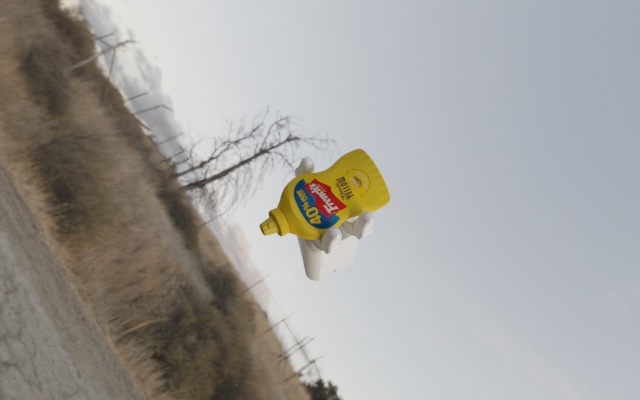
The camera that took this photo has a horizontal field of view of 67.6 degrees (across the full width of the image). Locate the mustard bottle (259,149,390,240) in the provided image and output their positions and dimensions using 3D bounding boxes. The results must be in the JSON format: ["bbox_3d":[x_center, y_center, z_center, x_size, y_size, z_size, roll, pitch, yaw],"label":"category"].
[{"bbox_3d":[0.000,0.002,0.692,0.191,0.096,0.058,-26,-7,-19],"label":"mustard bottle"}]
